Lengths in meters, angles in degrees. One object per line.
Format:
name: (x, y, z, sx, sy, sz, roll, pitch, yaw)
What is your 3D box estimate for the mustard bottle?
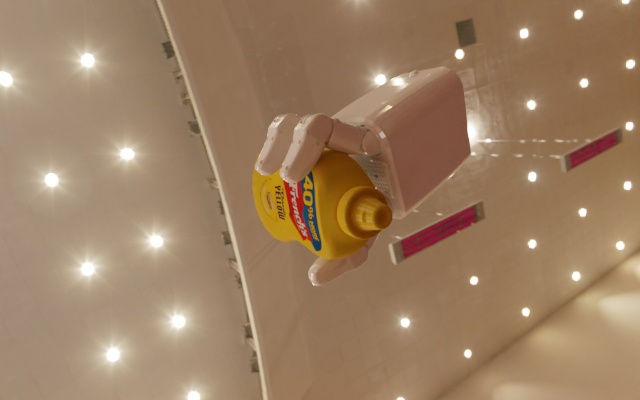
mustard bottle: (0.000, 0.001, 0.428, 0.058, 0.096, 0.191, -11, 12, -28)
